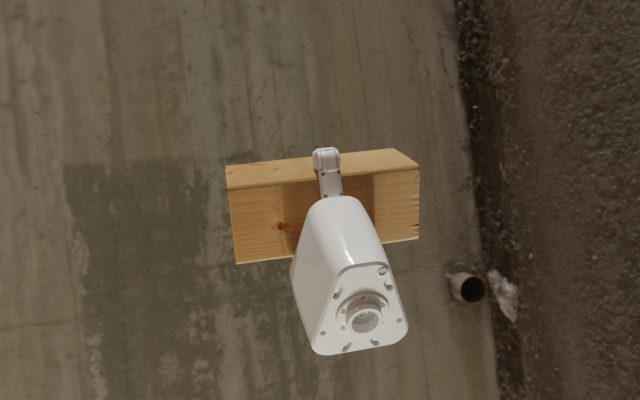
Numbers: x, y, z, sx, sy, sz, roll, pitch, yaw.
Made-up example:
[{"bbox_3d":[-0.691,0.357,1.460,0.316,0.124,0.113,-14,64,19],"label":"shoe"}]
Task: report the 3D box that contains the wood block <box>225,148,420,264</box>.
[{"bbox_3d":[0.000,0.002,0.549,0.206,0.091,0.090,-7,20,-10],"label":"wood block"}]
